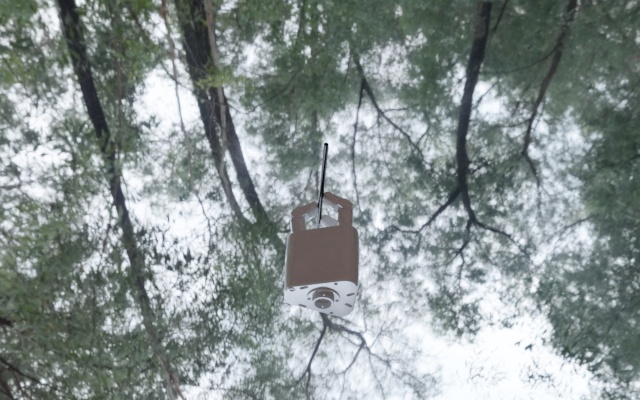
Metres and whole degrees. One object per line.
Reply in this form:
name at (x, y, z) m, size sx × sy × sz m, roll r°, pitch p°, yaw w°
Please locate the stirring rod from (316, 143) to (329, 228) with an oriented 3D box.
stirring rod at (0.000, 0.003, 0.804) m, size 0.011 × 0.240 × 0.011 m, roll 3°, pitch 43°, yaw -3°
